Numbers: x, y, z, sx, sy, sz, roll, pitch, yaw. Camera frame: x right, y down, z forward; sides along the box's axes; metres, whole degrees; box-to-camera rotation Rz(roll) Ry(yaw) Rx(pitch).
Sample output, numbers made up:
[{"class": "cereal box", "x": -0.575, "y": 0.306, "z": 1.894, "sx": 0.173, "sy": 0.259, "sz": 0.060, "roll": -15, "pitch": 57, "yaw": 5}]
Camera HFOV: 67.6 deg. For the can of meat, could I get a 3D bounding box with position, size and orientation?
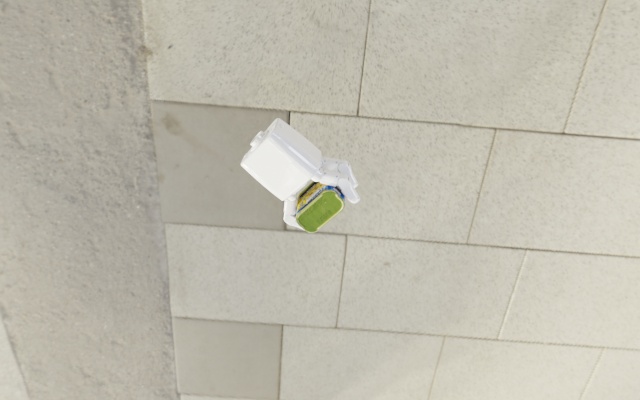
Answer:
[{"class": "can of meat", "x": 0.000, "y": 0.003, "z": 0.899, "sx": 0.102, "sy": 0.057, "sz": 0.084, "roll": -41, "pitch": 19, "yaw": 20}]
